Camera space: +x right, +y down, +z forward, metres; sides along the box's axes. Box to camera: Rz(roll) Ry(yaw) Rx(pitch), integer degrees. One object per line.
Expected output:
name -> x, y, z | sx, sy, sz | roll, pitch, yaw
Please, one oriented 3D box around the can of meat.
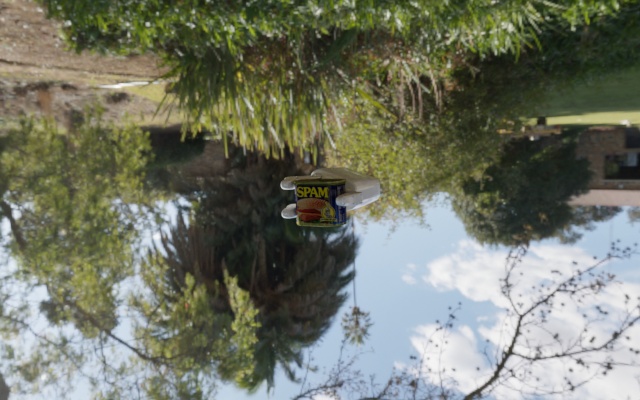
can of meat -> 0.000, 0.003, 0.896 | 0.102, 0.084, 0.057 | 2, 9, 32
